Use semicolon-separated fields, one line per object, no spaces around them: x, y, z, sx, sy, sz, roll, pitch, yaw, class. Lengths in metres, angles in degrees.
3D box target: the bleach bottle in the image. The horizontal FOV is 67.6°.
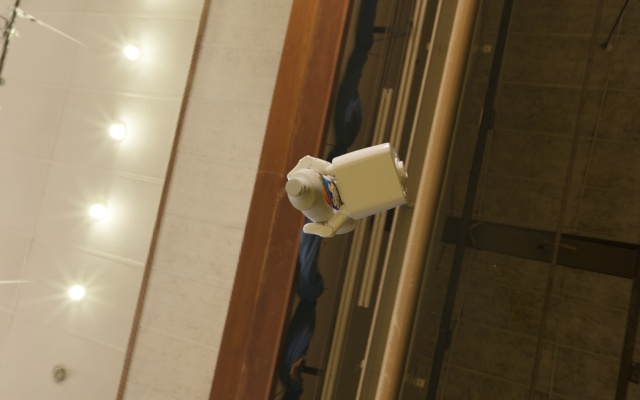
0.000;0.003;0.886;0.068;0.102;0.251;-16;-12;17;bleach bottle
